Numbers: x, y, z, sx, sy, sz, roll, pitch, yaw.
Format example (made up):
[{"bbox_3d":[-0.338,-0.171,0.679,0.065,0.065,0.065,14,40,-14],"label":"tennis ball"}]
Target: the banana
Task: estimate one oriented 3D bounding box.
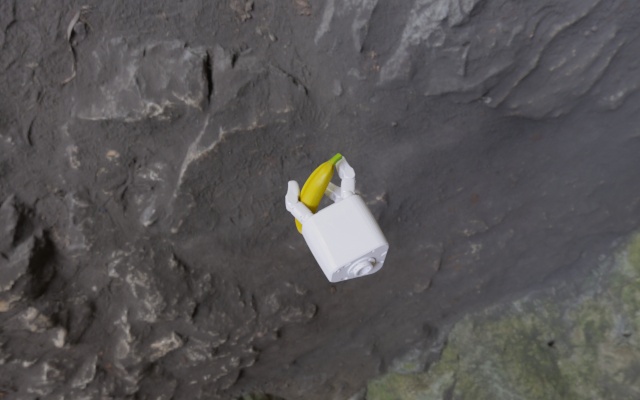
[{"bbox_3d":[-0.013,0.004,0.867,0.069,0.198,0.037,-15,53,-39],"label":"banana"}]
